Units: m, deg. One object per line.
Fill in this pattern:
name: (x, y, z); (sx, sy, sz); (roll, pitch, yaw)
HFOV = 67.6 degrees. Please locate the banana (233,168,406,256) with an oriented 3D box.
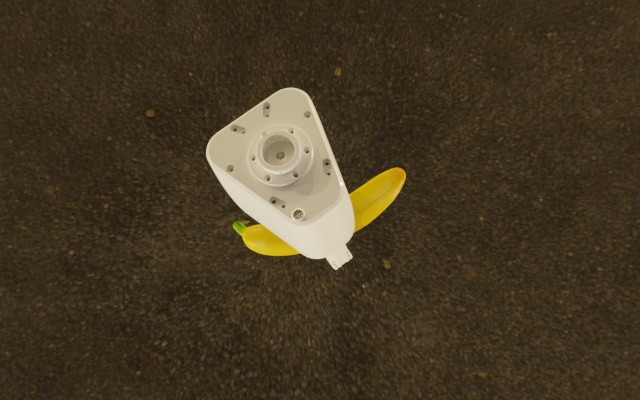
banana: (0.000, 0.017, 0.498); (0.198, 0.069, 0.037); (-17, -37, 4)
